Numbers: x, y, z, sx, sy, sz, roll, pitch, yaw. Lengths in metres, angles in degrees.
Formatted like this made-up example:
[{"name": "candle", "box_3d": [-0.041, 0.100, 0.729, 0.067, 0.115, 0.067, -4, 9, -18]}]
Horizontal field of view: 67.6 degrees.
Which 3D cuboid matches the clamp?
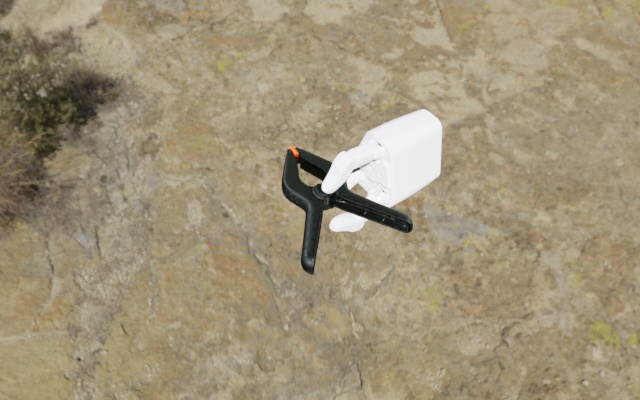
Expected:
[{"name": "clamp", "box_3d": [0.000, 0.001, 0.653, 0.164, 0.036, 0.210, -26, 56, -28]}]
